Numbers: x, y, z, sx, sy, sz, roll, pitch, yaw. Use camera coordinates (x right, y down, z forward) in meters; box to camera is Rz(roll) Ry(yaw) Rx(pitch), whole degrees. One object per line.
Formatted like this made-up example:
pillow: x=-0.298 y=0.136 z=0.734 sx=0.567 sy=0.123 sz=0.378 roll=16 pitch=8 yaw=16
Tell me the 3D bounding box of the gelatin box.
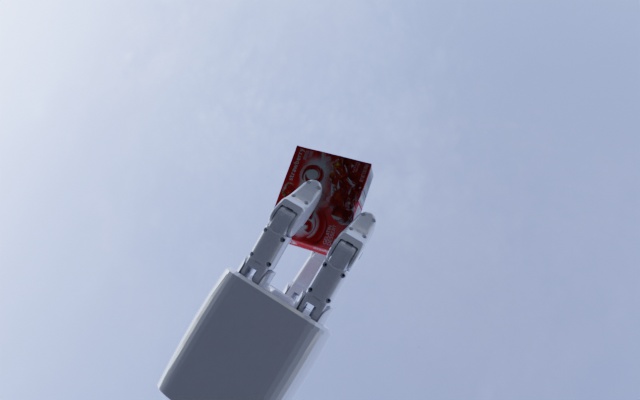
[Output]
gelatin box: x=0.000 y=0.001 z=0.431 sx=0.073 sy=0.089 sz=0.030 roll=15 pitch=-17 yaw=15
